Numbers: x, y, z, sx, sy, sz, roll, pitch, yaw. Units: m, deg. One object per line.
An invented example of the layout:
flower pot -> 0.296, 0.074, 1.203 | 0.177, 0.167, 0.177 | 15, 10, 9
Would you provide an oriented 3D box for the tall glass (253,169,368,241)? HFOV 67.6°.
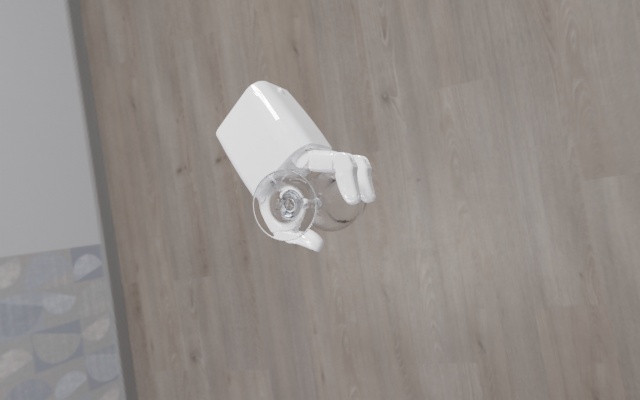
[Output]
tall glass -> 0.000, 0.002, 0.583 | 0.079, 0.079, 0.201 | 0, 1, 23
